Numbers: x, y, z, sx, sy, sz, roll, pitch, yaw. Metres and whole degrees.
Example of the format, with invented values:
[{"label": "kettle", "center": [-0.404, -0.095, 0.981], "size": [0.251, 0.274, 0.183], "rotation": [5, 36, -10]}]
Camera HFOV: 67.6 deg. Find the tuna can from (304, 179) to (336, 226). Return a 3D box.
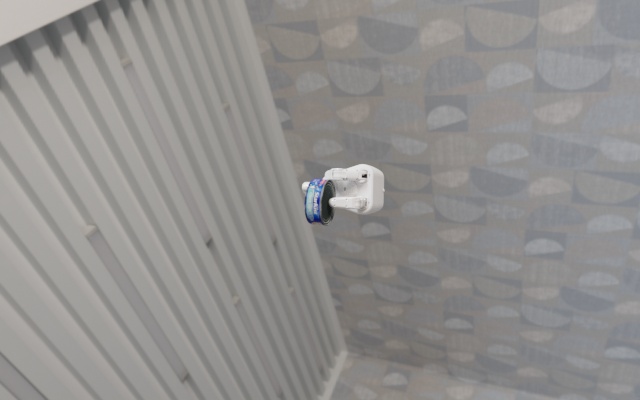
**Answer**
[{"label": "tuna can", "center": [0.000, 0.003, 0.882], "size": [0.034, 0.086, 0.086], "rotation": [4, 1, 19]}]
